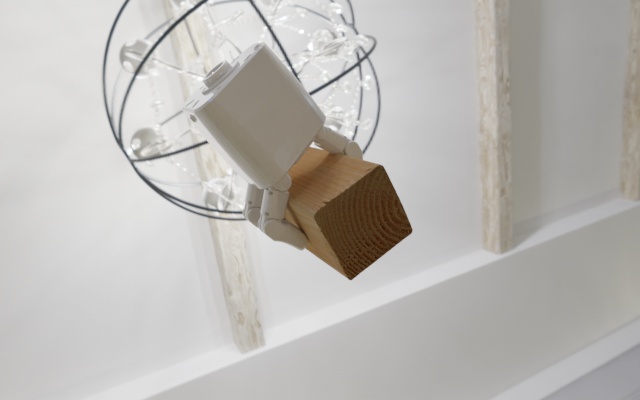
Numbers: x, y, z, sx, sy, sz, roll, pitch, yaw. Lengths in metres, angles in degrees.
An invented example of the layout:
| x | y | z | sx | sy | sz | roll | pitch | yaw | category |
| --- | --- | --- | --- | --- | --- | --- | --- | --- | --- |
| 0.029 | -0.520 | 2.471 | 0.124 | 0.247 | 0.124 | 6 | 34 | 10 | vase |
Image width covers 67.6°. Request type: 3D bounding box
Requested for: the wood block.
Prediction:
| x | y | z | sx | sy | sz | roll | pitch | yaw | category |
| --- | --- | --- | --- | --- | --- | --- | --- | --- | --- |
| 0.000 | 0.001 | 0.564 | 0.091 | 0.090 | 0.206 | -36 | 26 | -15 | wood block |
